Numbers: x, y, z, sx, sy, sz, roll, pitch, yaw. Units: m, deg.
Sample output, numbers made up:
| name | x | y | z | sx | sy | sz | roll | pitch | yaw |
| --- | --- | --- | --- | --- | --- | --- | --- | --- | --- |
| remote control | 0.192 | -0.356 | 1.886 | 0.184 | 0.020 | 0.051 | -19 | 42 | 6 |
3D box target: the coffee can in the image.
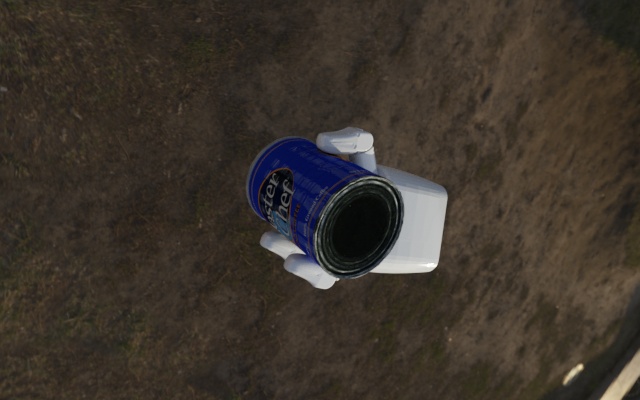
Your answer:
| name | x | y | z | sx | sy | sz | roll | pitch | yaw |
| --- | --- | --- | --- | --- | --- | --- | --- | --- | --- |
| coffee can | 0.000 | 0.001 | 0.484 | 0.103 | 0.103 | 0.140 | 0 | 21 | -35 |
